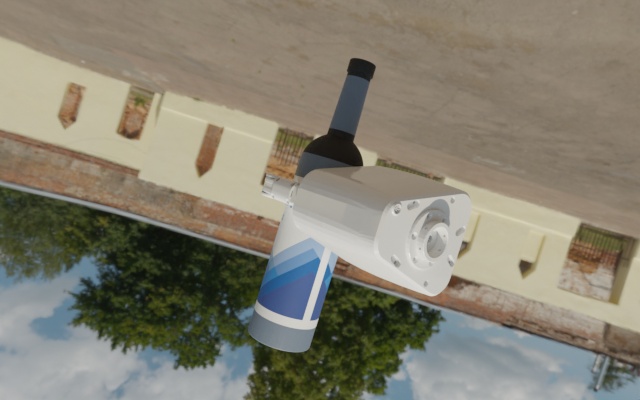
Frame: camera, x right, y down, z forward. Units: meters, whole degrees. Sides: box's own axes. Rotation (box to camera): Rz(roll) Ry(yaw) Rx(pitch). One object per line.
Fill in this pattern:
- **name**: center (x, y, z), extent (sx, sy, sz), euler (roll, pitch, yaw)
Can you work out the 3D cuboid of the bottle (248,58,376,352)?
- **bottle**: center (0.000, 0.002, 0.488), extent (0.069, 0.296, 0.069), euler (17, 2, -1)
